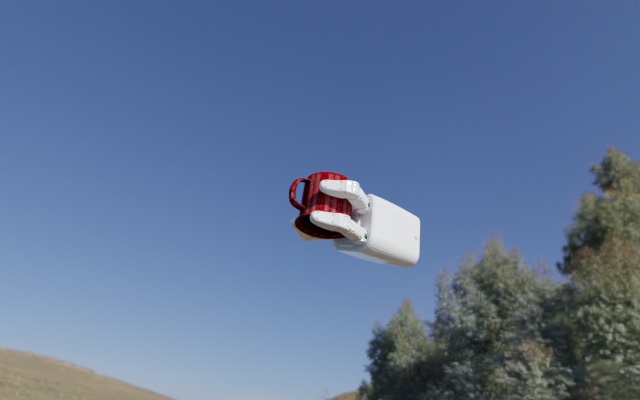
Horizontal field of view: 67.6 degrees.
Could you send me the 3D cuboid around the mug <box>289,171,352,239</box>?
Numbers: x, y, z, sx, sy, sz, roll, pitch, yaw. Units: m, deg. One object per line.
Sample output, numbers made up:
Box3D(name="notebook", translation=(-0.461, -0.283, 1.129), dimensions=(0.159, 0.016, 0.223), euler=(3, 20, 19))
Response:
Box3D(name="mug", translation=(-0.001, 0.002, 0.763), dimensions=(0.117, 0.081, 0.093), euler=(24, -31, -27))
